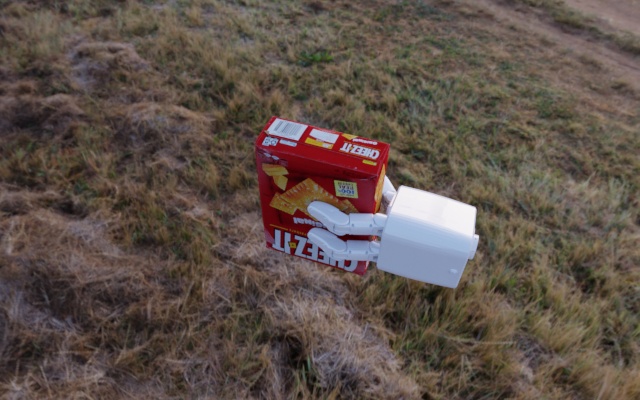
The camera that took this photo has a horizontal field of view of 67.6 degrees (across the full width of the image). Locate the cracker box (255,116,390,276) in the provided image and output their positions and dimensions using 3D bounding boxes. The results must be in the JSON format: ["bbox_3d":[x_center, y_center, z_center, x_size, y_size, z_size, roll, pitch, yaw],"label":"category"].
[{"bbox_3d":[0.000,0.002,0.668,0.164,0.214,0.072,15,48,13],"label":"cracker box"}]
